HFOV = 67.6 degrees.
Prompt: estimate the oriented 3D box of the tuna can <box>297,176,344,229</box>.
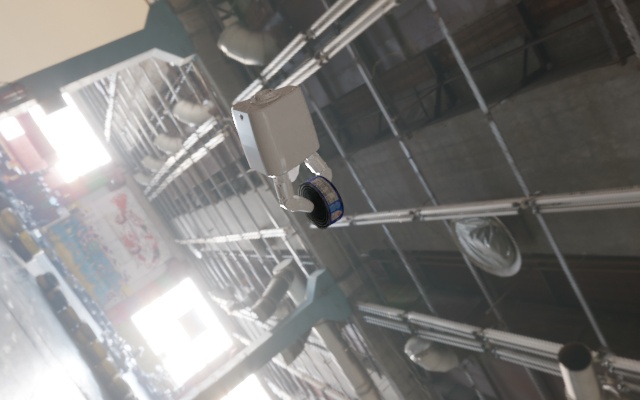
[{"bbox_3d":[0.001,0.002,0.798,0.033,0.086,0.086,-29,14,-27],"label":"tuna can"}]
